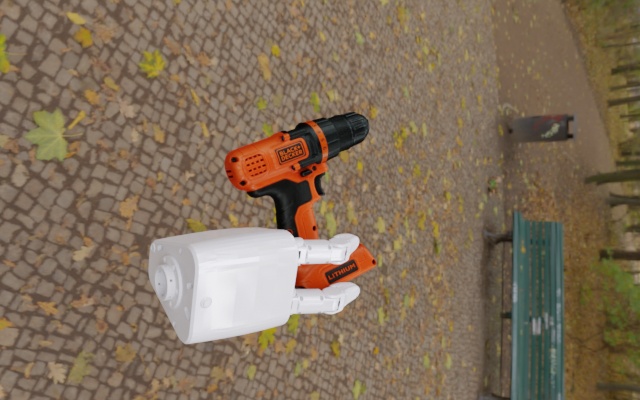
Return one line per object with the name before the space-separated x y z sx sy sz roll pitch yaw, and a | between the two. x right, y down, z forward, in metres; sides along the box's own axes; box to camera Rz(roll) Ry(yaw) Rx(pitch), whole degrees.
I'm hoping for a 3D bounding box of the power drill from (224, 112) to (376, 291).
power drill | 0.000 0.002 0.556 0.184 0.188 0.057 -23 9 -23
